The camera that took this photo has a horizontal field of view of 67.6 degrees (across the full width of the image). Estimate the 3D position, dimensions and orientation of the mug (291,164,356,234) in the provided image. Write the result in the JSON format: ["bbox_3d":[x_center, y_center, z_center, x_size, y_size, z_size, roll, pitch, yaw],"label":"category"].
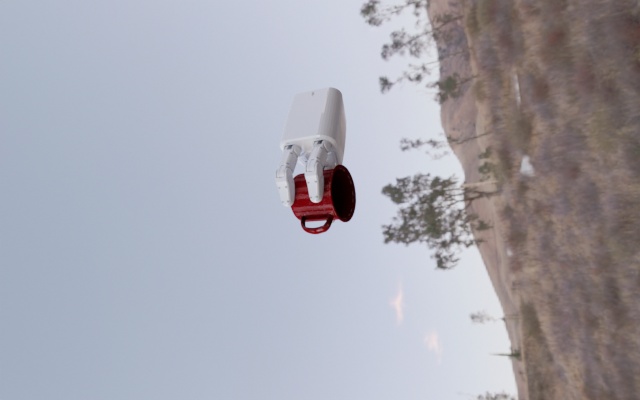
[{"bbox_3d":[0.000,0.004,0.771,0.081,0.117,0.093,-6,-33,28],"label":"mug"}]
